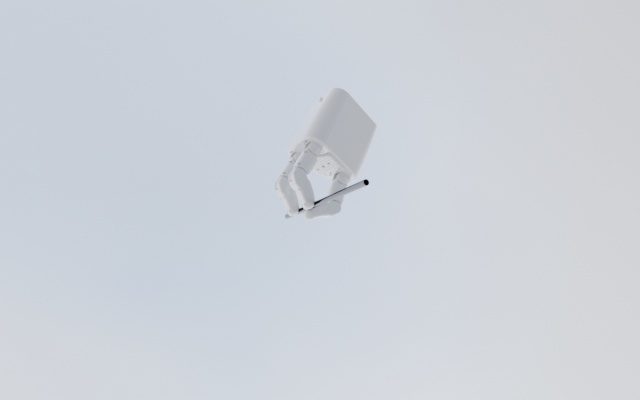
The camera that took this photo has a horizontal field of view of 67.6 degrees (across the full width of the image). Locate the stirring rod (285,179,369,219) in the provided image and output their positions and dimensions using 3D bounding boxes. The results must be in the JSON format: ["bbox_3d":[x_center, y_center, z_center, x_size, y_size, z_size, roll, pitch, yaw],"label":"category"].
[{"bbox_3d":[0.000,0.002,0.671,0.011,0.011,0.239,0,-11,-27],"label":"stirring rod"}]
